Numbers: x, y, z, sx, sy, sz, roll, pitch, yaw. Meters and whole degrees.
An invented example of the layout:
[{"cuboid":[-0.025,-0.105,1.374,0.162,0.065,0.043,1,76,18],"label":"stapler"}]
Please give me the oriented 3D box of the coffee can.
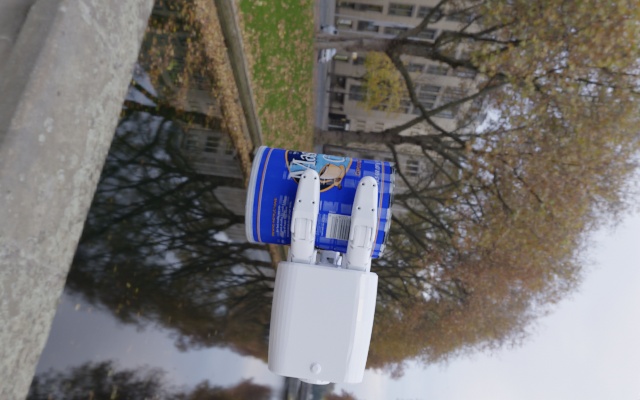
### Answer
[{"cuboid":[0.000,0.001,0.505,0.140,0.103,0.103,7,0,2],"label":"coffee can"}]
